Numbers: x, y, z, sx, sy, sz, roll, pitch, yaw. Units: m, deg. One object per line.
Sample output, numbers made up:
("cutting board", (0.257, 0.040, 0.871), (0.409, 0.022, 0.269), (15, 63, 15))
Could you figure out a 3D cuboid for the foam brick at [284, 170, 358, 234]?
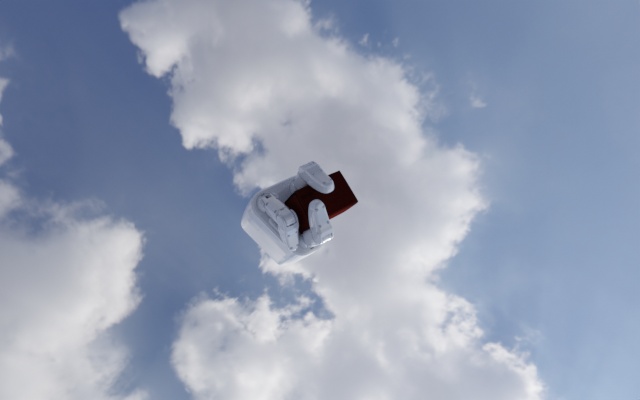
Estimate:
("foam brick", (0.000, 0.002, 0.656), (0.078, 0.053, 0.051), (-25, -7, -25))
